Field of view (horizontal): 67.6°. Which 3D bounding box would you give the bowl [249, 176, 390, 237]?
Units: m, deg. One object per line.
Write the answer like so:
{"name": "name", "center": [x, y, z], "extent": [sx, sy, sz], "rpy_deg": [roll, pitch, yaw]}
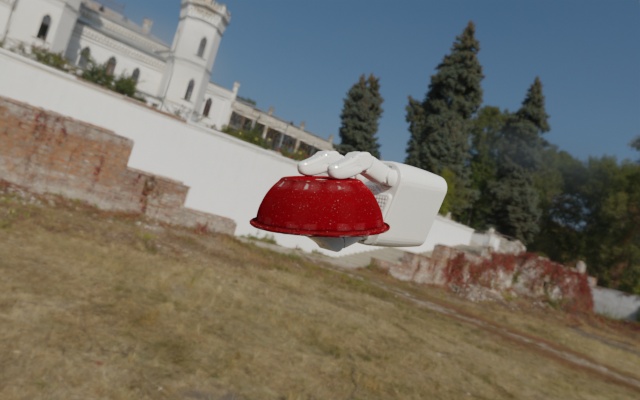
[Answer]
{"name": "bowl", "center": [-0.001, 0.001, 0.547], "extent": [0.162, 0.055, 0.162], "rpy_deg": [2, 6, 0]}
